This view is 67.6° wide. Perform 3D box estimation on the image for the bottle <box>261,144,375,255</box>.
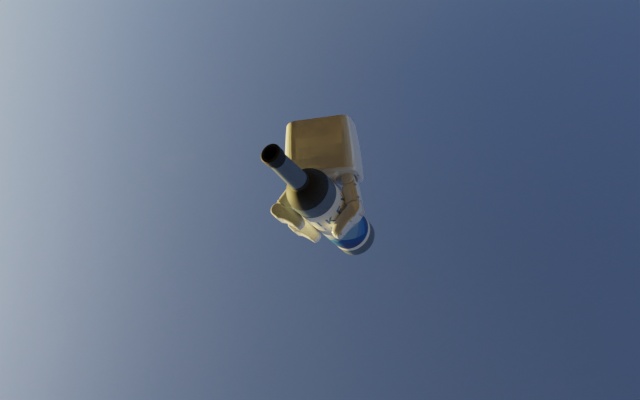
[{"bbox_3d":[0.000,0.002,0.702,0.069,0.069,0.296,0,-24,27],"label":"bottle"}]
